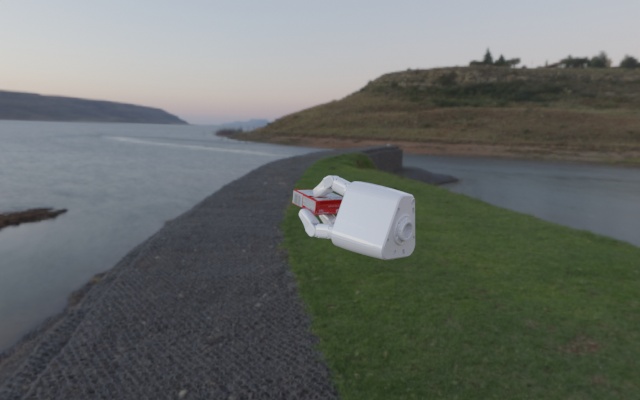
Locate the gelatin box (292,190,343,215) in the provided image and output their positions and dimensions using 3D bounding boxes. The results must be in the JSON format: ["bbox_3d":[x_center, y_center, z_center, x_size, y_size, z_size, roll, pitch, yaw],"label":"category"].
[{"bbox_3d":[0.000,0.002,0.894,0.073,0.030,0.089,-2,16,-33],"label":"gelatin box"}]
